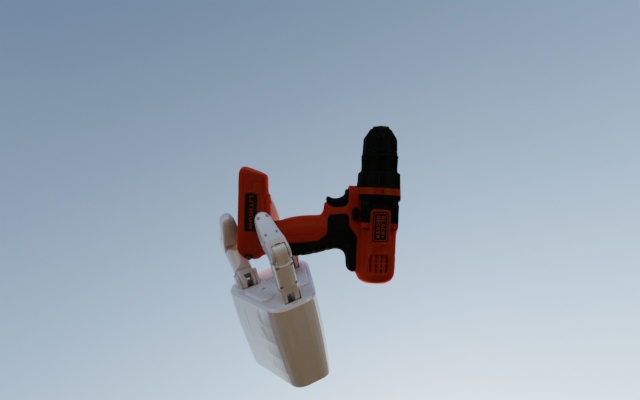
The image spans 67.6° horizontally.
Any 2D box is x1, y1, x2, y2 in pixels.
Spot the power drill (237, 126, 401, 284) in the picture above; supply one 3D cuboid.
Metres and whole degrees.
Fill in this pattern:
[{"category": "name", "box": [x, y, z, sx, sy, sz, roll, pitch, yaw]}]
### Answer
[{"category": "power drill", "box": [0.000, 0.002, 0.553, 0.187, 0.184, 0.057, 2, -4, -2]}]
